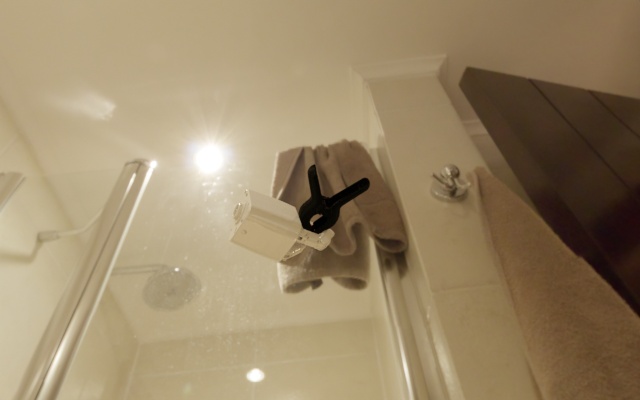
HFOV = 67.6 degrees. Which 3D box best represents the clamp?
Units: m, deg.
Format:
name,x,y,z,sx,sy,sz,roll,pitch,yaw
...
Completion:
name,x,y,z,sx,sy,sz,roll,pitch,yaw
clamp,0.000,0.003,0.896,0.120,0.171,0.039,24,33,-21
